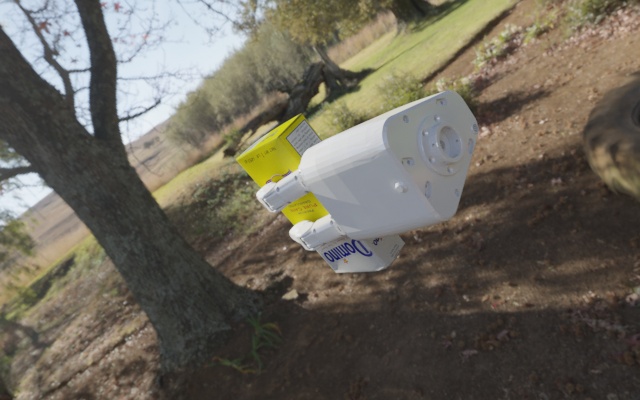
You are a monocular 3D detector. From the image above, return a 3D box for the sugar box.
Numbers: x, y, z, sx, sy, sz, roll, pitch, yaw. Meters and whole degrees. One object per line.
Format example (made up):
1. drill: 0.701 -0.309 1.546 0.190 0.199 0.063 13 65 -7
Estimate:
1. sugar box: 0.000 0.002 0.500 0.048 0.176 0.093 -48 18 -31
